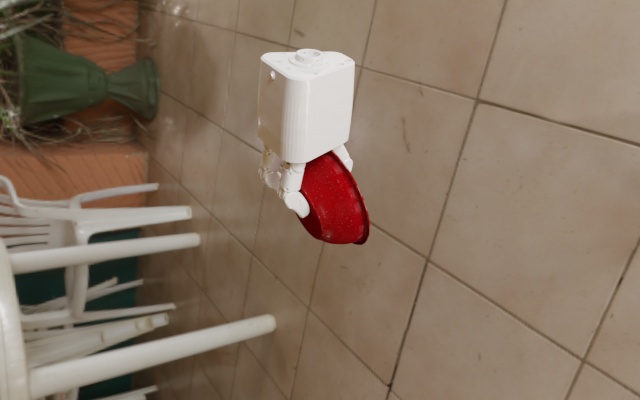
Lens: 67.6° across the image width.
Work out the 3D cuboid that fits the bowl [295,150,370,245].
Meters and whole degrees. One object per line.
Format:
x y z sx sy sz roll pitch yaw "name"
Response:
0.000 0.004 0.671 0.055 0.162 0.162 -28 10 -20 "bowl"
